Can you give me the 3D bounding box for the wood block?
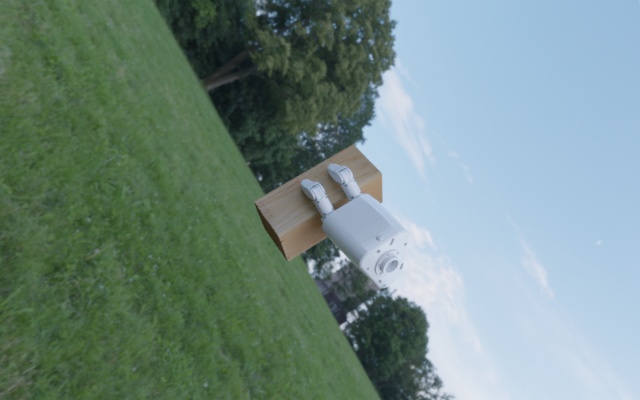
[{"bbox_3d":[0.000,0.003,0.840,0.206,0.090,0.091,-31,-34,-14],"label":"wood block"}]
